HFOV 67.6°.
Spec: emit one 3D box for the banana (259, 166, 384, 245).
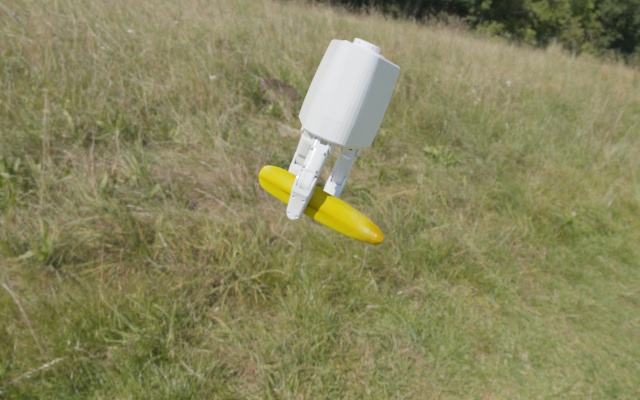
[{"bbox_3d":[-0.011,-0.002,0.593,0.197,0.037,0.069,29,7,28],"label":"banana"}]
